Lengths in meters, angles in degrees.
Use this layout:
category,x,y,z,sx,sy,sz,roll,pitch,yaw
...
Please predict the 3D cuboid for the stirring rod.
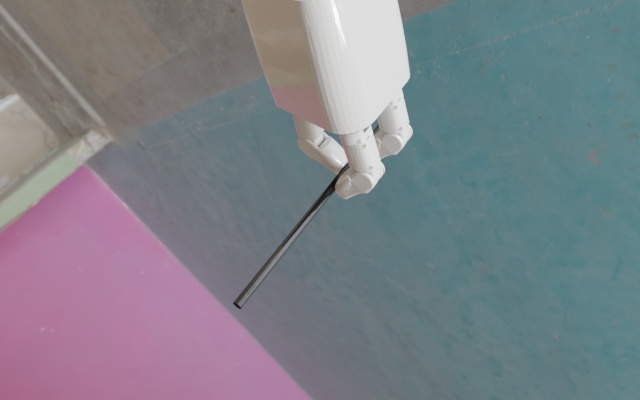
category,x,y,z,sx,sy,sz,roll,pitch,yaw
stirring rod,0.000,0.001,0.431,0.011,0.011,0.239,0,42,46
